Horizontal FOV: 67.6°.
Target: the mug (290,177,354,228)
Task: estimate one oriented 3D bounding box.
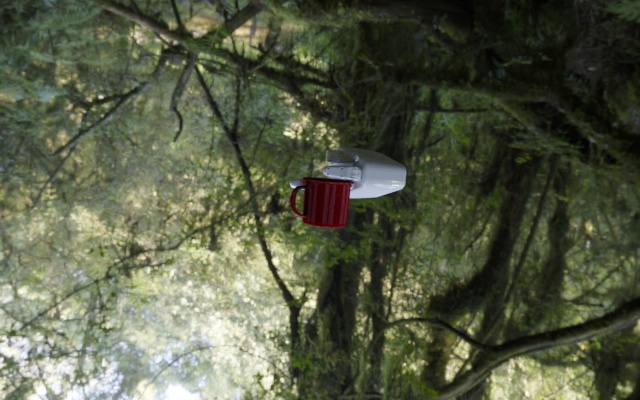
[{"bbox_3d":[-0.001,0.003,0.850,0.117,0.081,0.093,2,7,-32],"label":"mug"}]
